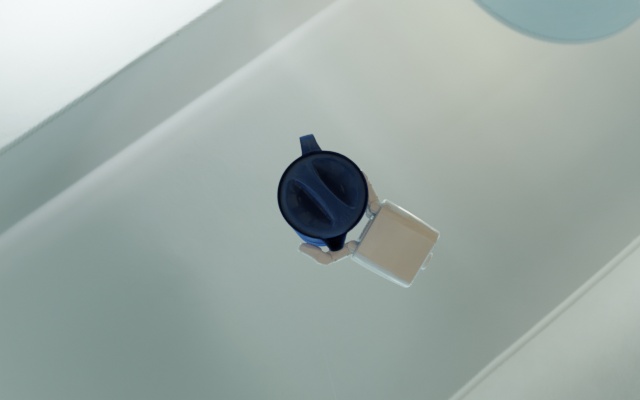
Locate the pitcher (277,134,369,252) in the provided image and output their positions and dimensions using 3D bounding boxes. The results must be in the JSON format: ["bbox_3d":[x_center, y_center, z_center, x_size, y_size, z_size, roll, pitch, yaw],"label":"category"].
[{"bbox_3d":[0.000,0.003,0.805,0.145,0.149,0.243,28,-10,4],"label":"pitcher"}]
